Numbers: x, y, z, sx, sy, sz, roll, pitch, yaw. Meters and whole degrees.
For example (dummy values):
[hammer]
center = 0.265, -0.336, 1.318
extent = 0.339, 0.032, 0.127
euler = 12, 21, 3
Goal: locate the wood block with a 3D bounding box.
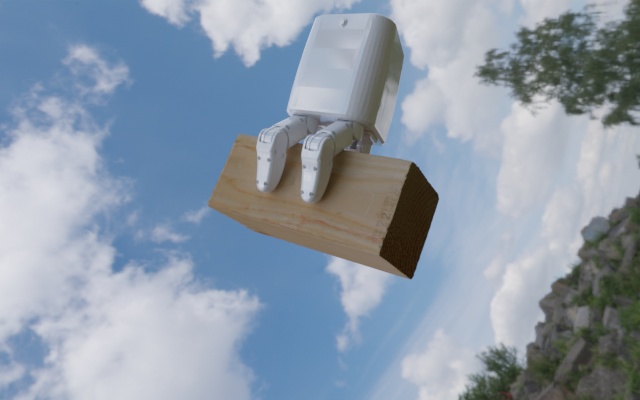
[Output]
[wood block]
center = 0.000, 0.001, 0.487
extent = 0.206, 0.090, 0.091
euler = 13, -14, 34
